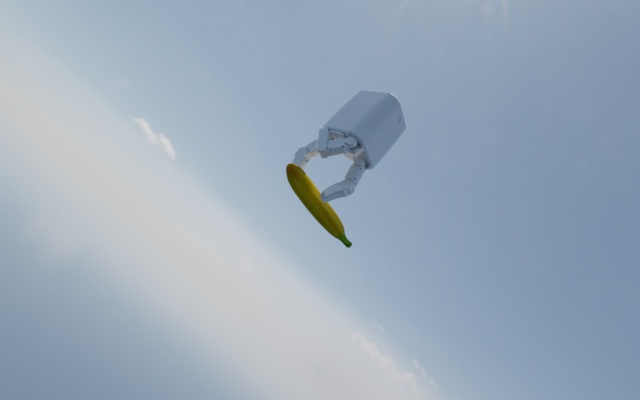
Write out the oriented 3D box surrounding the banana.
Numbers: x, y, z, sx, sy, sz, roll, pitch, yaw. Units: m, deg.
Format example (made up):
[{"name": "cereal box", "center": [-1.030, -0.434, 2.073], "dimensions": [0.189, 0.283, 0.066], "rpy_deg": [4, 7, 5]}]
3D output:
[{"name": "banana", "center": [-0.007, 0.002, 0.850], "dimensions": [0.198, 0.037, 0.069], "rpy_deg": [51, -15, -27]}]
